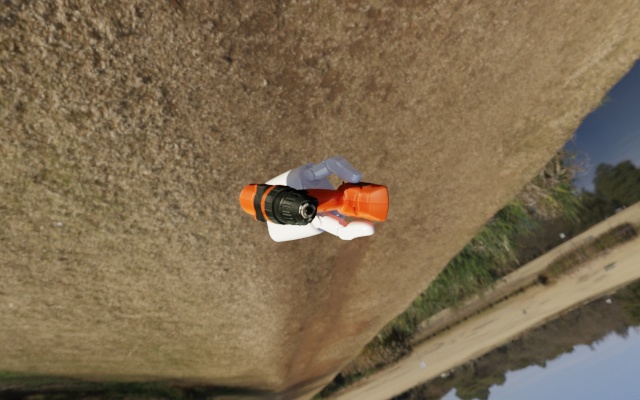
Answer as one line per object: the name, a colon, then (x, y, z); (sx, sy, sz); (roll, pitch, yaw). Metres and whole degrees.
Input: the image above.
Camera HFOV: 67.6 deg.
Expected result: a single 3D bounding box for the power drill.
power drill: (0.000, 0.002, 0.666); (0.187, 0.057, 0.184); (0, 7, -30)
